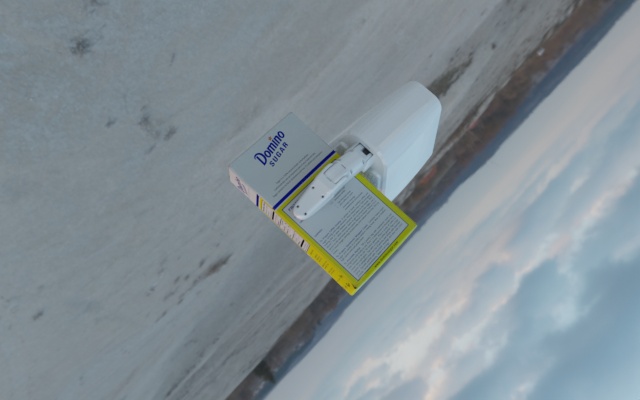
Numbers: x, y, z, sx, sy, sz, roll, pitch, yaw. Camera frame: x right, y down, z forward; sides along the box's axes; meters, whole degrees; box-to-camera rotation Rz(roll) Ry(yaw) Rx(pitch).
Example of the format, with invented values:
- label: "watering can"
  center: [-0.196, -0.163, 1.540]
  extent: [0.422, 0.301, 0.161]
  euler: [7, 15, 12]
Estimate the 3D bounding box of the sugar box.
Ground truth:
- label: "sugar box"
  center: [0.000, 0.002, 0.488]
  extent: [0.093, 0.176, 0.048]
  euler: [-44, -11, -20]
